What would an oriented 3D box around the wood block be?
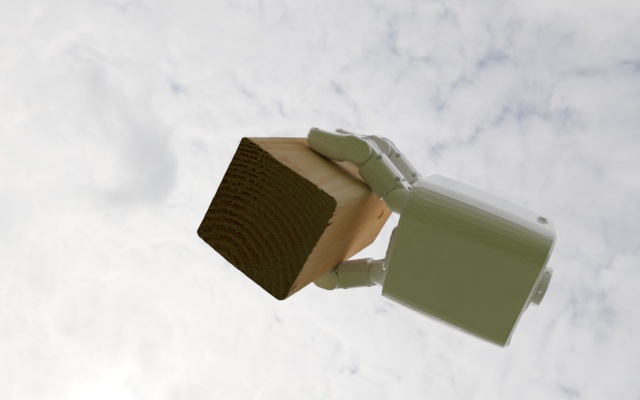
[{"bbox_3d":[0.000,0.002,0.431,0.090,0.091,0.206,35,19,17],"label":"wood block"}]
